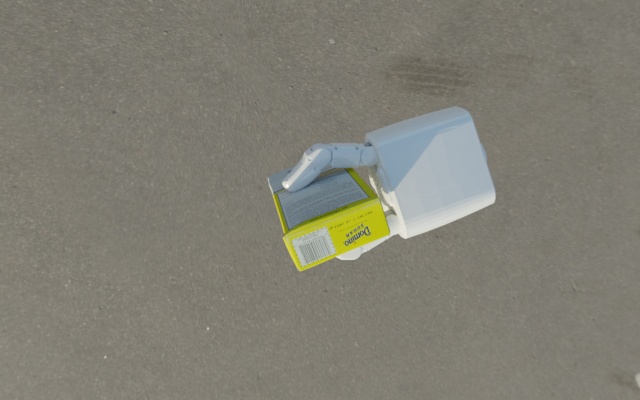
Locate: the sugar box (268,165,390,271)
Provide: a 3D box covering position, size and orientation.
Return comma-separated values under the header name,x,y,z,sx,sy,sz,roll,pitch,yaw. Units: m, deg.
name,x,y,z,sx,sy,sz,roll,pitch,yaw
sugar box,0.000,0.002,0.502,0.093,0.048,0.176,-21,20,-2
